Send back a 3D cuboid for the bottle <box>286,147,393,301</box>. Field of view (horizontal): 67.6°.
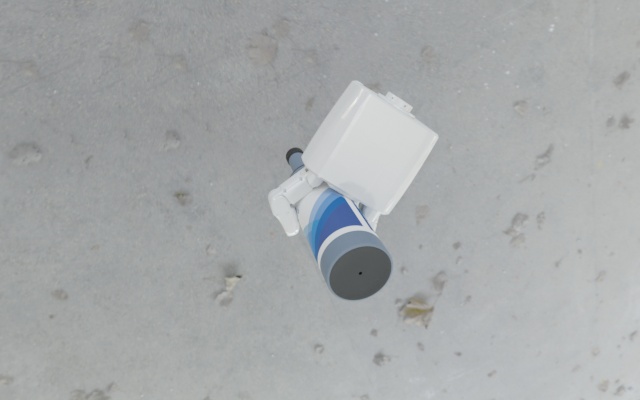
[{"bbox_3d":[0.000,0.002,0.573,0.069,0.069,0.295,0,27,-17],"label":"bottle"}]
